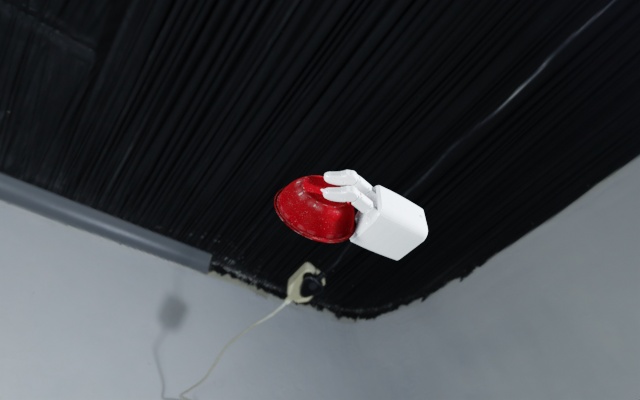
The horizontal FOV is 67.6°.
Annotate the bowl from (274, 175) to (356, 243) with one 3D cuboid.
[{"bbox_3d":[-0.001,0.002,0.869,0.162,0.055,0.162,16,33,-11],"label":"bowl"}]
